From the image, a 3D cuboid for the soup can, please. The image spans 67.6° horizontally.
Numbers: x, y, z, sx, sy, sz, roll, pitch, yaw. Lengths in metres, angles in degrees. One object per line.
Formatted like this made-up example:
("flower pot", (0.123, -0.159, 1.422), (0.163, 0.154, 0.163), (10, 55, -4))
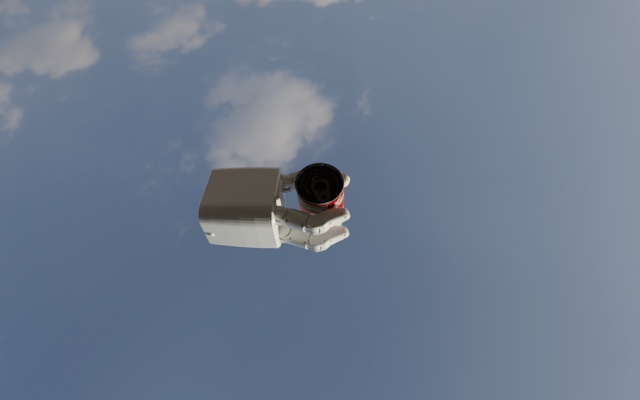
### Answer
("soup can", (0.001, 0.002, 0.695), (0.068, 0.068, 0.102), (0, -32, 2))
